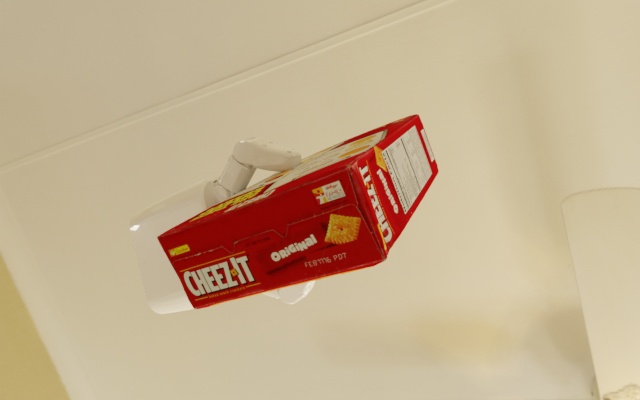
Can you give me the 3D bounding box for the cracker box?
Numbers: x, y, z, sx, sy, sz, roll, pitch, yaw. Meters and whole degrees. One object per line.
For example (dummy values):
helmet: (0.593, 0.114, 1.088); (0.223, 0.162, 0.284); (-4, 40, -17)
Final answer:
cracker box: (0.000, 0.001, 0.407); (0.164, 0.072, 0.213); (-19, 10, 27)
